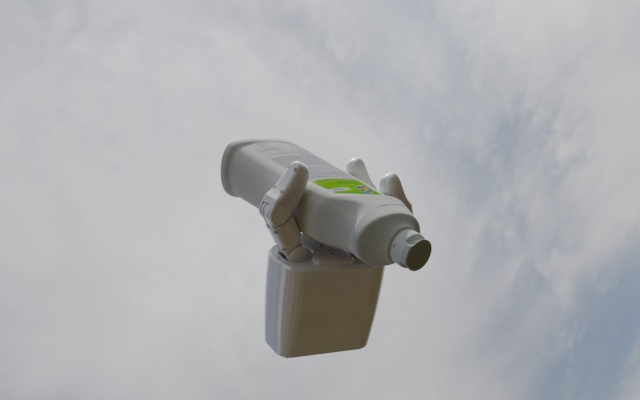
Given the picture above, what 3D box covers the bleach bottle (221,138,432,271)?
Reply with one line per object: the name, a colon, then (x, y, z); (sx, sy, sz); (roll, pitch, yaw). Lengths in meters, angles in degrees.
bleach bottle: (0.000, 0.001, 0.468); (0.102, 0.068, 0.250); (-8, 25, -35)
